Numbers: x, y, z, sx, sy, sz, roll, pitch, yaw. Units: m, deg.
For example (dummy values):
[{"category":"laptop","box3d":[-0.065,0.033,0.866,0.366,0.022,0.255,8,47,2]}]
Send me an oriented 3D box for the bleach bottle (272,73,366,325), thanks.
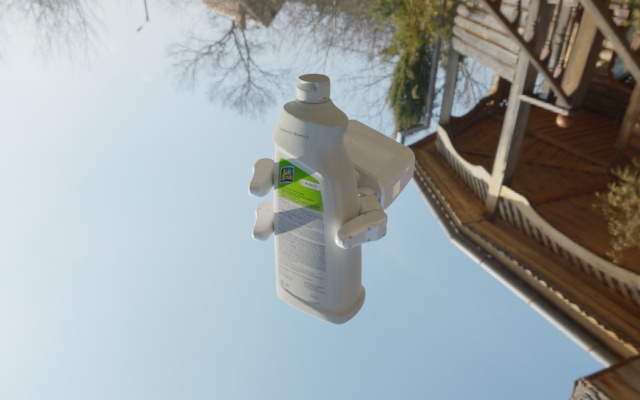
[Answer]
[{"category":"bleach bottle","box3d":[0.000,0.002,0.485,0.102,0.251,0.068,17,33,27]}]
